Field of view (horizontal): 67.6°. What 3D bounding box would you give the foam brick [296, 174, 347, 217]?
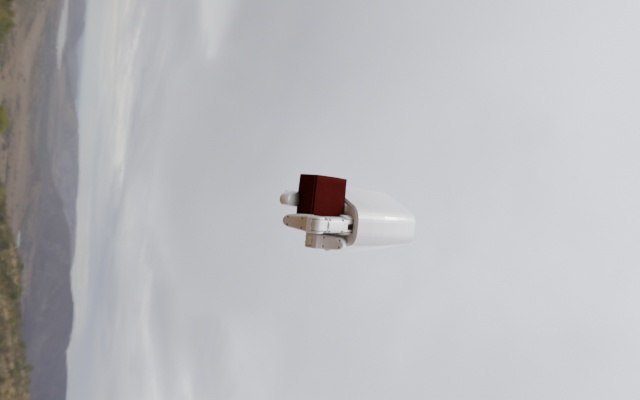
[{"bbox_3d":[0.000,0.002,0.684,0.051,0.078,0.053,4,5,-27],"label":"foam brick"}]
